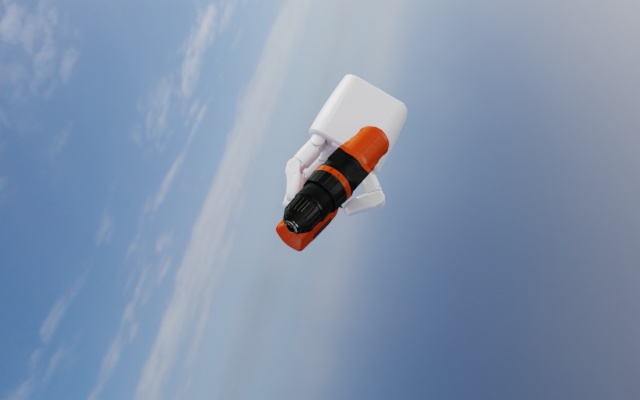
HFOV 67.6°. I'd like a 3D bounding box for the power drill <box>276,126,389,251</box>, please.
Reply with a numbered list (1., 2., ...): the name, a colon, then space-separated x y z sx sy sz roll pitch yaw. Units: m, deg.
1. power drill: 0.000 0.002 0.627 0.184 0.057 0.188 -44 -3 -31
